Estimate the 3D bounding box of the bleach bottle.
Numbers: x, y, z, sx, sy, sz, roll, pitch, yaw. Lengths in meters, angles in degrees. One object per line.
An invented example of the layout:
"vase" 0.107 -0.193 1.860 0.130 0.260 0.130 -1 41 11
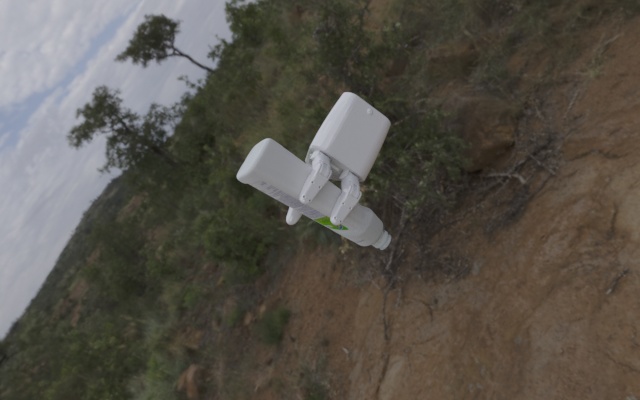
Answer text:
"bleach bottle" 0.000 0.002 0.732 0.251 0.068 0.102 33 -15 -18
